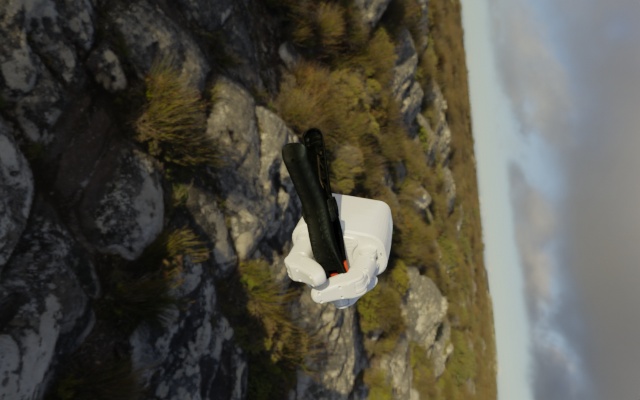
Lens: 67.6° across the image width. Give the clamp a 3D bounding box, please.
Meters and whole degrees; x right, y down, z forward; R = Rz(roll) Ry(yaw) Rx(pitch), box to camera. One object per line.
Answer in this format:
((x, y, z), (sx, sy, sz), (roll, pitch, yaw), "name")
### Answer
((0.001, 0.002, 0.523), (0.039, 0.171, 0.120), (-6, 24, 17), "clamp")
